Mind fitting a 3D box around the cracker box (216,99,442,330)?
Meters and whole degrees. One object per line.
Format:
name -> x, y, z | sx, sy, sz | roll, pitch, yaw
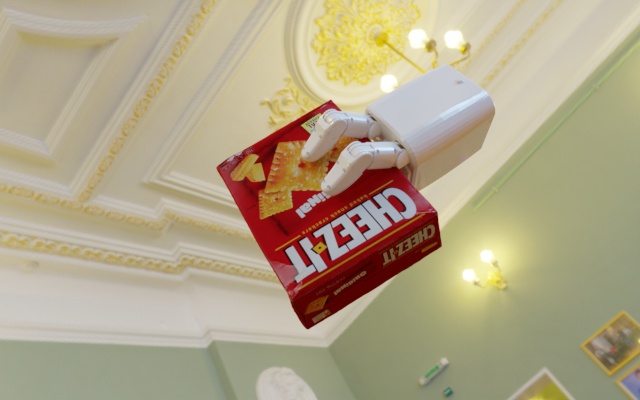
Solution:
cracker box -> 0.000, 0.002, 0.520 | 0.164, 0.213, 0.072 | -31, -39, -7
